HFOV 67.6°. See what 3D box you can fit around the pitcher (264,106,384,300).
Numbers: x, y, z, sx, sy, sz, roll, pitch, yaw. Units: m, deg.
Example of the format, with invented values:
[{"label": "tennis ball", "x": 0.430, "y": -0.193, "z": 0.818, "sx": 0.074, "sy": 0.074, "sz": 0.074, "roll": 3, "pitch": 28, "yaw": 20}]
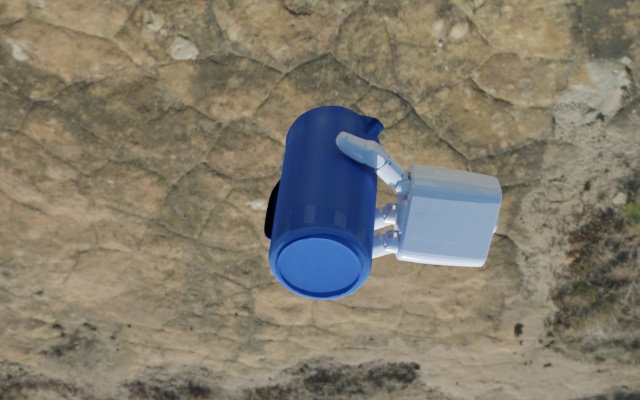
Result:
[{"label": "pitcher", "x": 0.000, "y": 0.002, "z": 0.585, "sx": 0.145, "sy": 0.149, "sz": 0.242, "roll": 8, "pitch": 38, "yaw": 0}]
